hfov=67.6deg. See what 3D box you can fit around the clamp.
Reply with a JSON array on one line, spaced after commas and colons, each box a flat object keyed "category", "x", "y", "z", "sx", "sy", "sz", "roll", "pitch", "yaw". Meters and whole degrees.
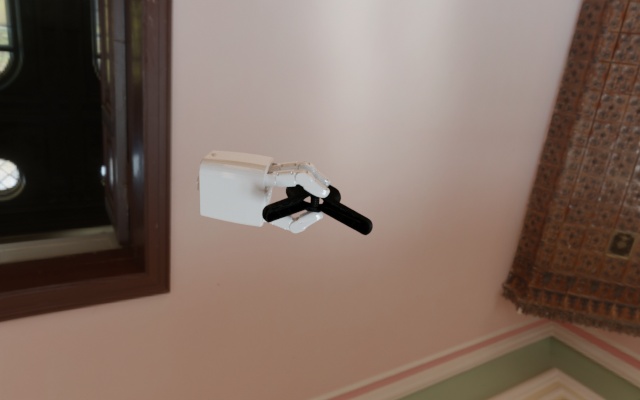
[{"category": "clamp", "x": 0.000, "y": 0.003, "z": 0.783, "sx": 0.164, "sy": 0.036, "sz": 0.210, "roll": 11, "pitch": 19, "yaw": -1}]
